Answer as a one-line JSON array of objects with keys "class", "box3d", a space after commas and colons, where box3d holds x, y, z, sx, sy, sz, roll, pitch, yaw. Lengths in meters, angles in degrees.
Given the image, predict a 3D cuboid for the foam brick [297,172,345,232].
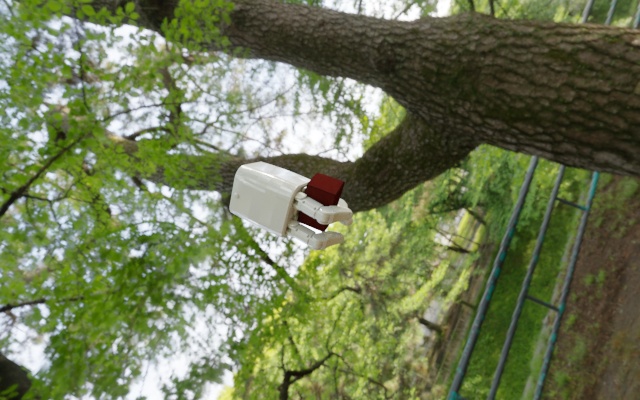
[{"class": "foam brick", "box3d": [0.000, 0.002, 0.789, 0.051, 0.078, 0.053, 22, 31, 10]}]
